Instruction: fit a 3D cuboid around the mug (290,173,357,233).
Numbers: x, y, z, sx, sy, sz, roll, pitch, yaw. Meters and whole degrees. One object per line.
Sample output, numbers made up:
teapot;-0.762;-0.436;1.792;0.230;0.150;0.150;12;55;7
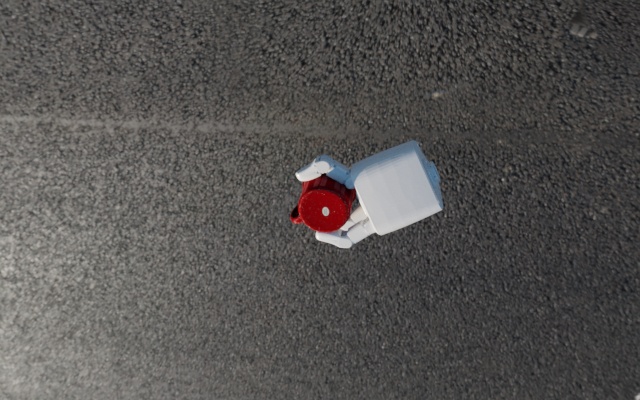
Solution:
mug;-0.001;0.003;0.765;0.117;0.093;0.081;-26;22;21
